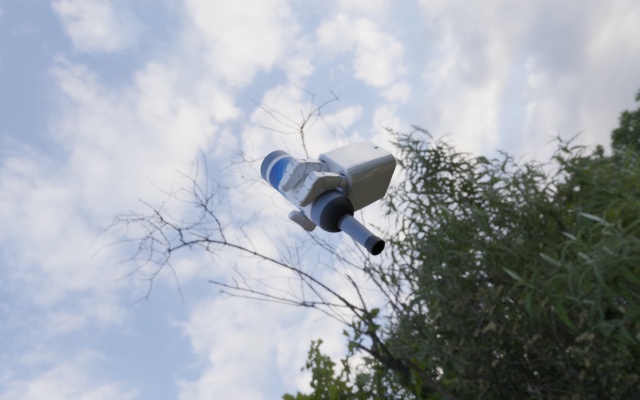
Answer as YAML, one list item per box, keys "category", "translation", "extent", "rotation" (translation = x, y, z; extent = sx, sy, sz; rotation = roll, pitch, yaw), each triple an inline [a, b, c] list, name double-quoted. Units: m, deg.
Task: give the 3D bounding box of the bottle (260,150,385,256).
- category: "bottle"
  translation: [0.000, 0.003, 0.794]
  extent: [0.069, 0.069, 0.295]
  rotation: [0, 27, -40]
